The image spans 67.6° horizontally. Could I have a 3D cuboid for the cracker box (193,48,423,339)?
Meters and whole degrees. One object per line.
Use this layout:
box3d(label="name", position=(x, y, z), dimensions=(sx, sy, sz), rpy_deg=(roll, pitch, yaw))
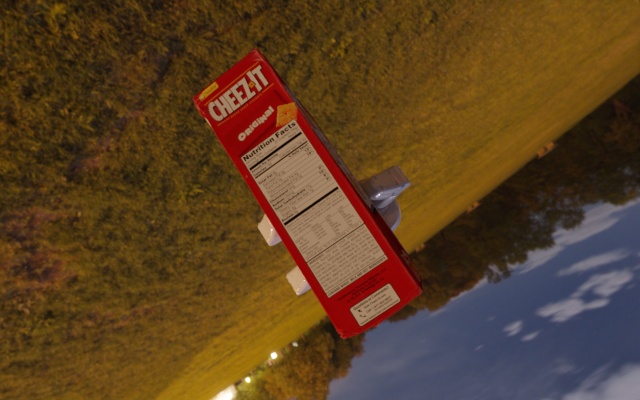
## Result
box3d(label="cracker box", position=(0.000, 0.001, 0.407), dimensions=(0.072, 0.213, 0.164), rpy_deg=(-35, -13, 6))
